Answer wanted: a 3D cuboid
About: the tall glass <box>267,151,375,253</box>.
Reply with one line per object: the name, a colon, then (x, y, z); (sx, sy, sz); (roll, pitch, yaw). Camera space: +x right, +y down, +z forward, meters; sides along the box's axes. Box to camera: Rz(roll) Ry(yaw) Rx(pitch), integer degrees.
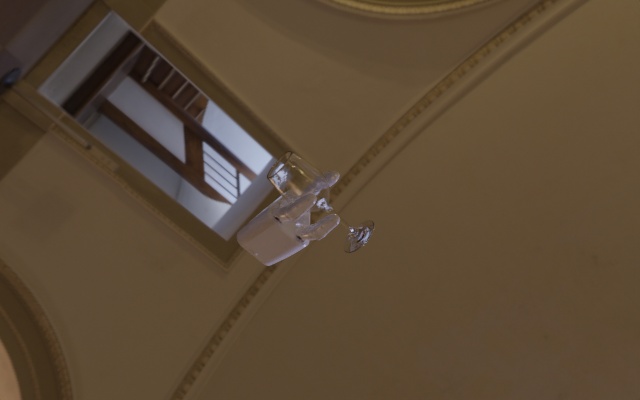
tall glass: (0.001, 0.003, 0.834); (0.201, 0.079, 0.079); (42, -17, -19)
